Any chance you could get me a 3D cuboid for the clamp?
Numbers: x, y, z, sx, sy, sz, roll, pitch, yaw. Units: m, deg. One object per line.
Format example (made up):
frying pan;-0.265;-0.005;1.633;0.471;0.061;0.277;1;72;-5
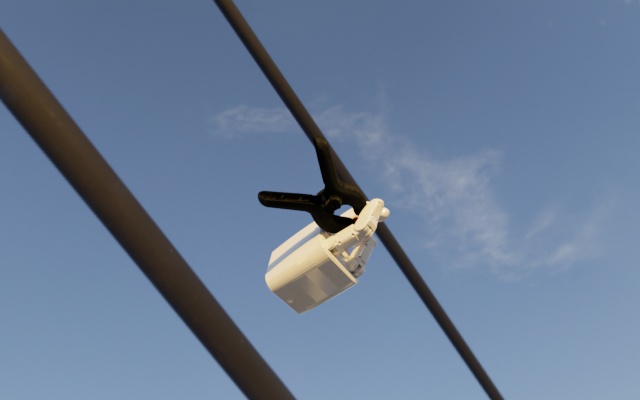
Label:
clamp;0.000;0.002;0.662;0.120;0.171;0.039;-33;33;14
